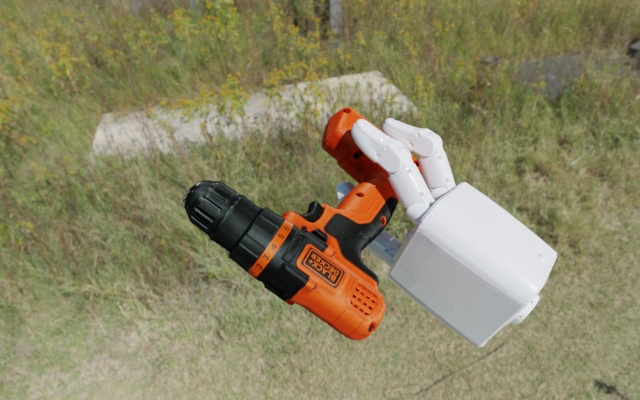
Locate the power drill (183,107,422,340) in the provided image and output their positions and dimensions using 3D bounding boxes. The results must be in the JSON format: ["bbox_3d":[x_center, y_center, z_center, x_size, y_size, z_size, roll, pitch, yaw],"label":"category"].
[{"bbox_3d":[0.001,0.001,0.422,0.184,0.187,0.057,38,-35,-7],"label":"power drill"}]
